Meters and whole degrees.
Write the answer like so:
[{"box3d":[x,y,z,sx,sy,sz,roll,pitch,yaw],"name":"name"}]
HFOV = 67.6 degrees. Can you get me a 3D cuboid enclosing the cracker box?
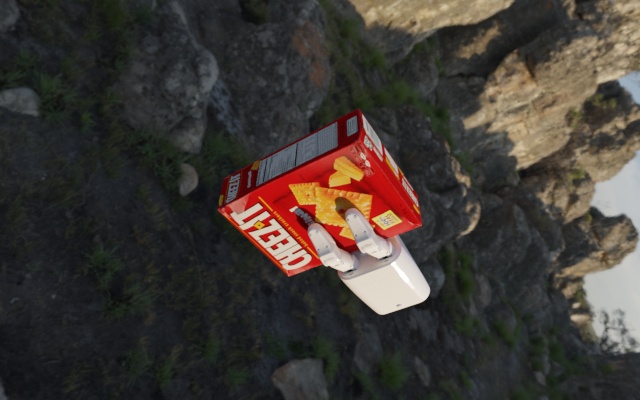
[{"box3d":[0.000,0.002,0.629,0.214,0.072,0.164,-24,-53,22],"name":"cracker box"}]
